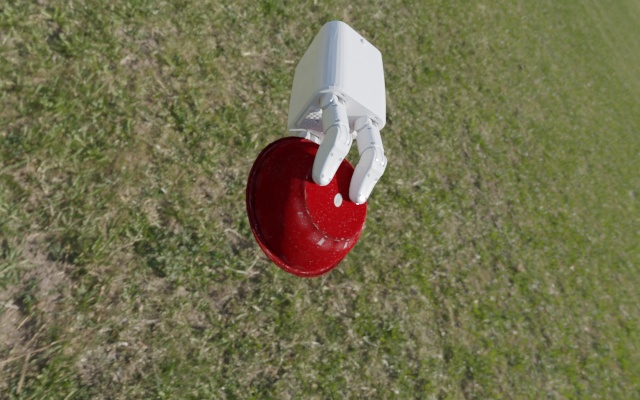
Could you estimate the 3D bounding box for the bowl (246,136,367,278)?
[{"bbox_3d":[0.000,0.003,0.522,0.162,0.162,0.055,0,-9,-43],"label":"bowl"}]
